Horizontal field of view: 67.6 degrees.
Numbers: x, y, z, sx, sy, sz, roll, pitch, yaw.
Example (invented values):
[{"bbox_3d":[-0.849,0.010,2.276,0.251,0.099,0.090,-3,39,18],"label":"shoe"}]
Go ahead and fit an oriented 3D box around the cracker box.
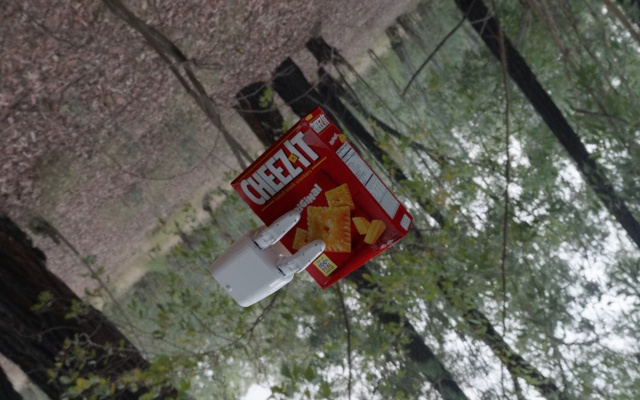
[{"bbox_3d":[0.000,0.002,0.687,0.164,0.214,0.072,-38,7,30],"label":"cracker box"}]
